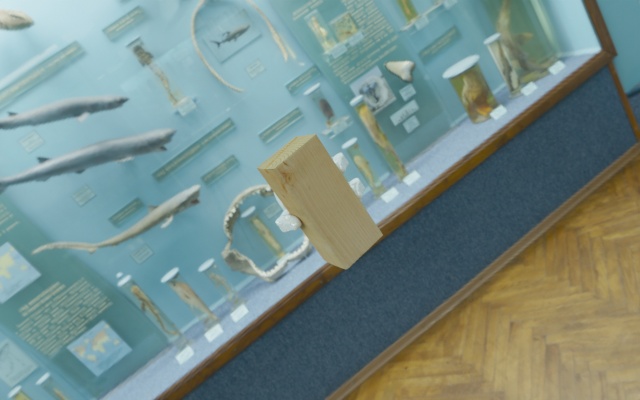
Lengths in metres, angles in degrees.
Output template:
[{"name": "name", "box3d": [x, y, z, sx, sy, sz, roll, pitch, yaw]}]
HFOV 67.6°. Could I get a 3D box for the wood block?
[{"name": "wood block", "box3d": [0.000, 0.003, 0.790, 0.091, 0.206, 0.090, -41, 20, -17]}]
